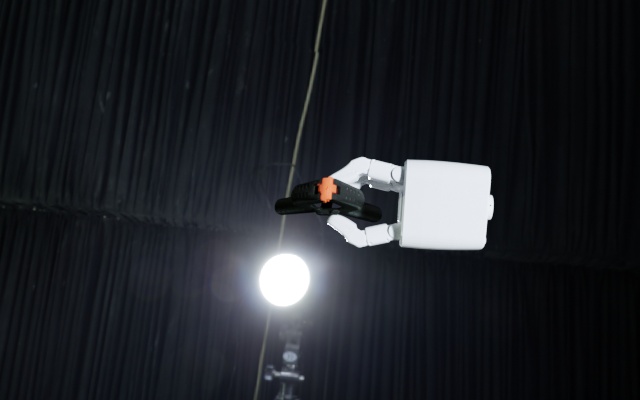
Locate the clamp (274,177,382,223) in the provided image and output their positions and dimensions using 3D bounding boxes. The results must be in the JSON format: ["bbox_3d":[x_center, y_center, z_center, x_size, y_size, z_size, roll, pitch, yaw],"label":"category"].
[{"bbox_3d":[0.000,0.003,0.652,0.164,0.036,0.210,2,-9,9],"label":"clamp"}]
